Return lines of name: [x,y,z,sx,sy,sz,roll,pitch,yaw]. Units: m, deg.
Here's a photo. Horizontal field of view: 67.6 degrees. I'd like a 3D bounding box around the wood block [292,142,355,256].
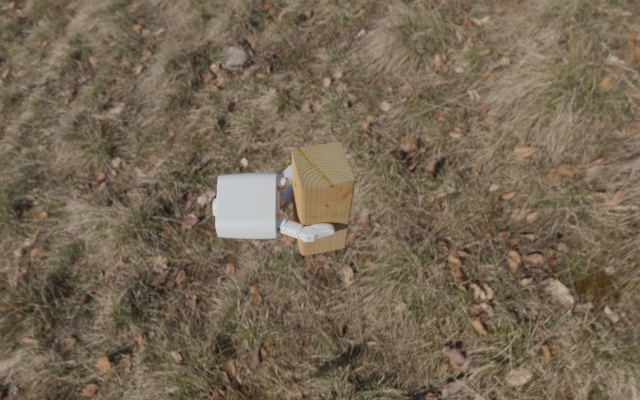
wood block: [0.000,0.003,0.864,0.090,0.090,0.206,-10,-36,-9]
